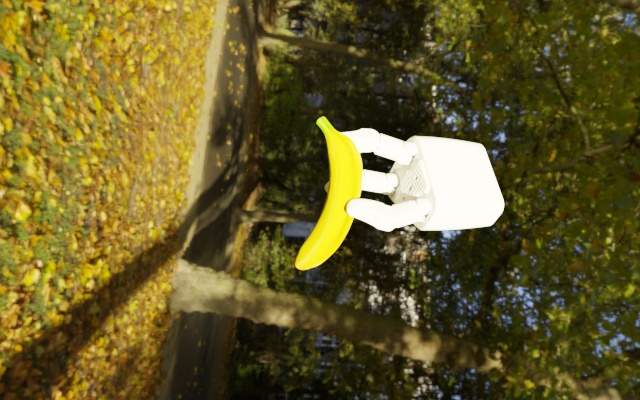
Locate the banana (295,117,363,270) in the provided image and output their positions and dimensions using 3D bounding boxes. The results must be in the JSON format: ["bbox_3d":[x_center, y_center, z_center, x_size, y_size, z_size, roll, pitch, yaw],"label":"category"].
[{"bbox_3d":[0.013,0.005,0.568,0.037,0.198,0.069,-7,26,-42],"label":"banana"}]
